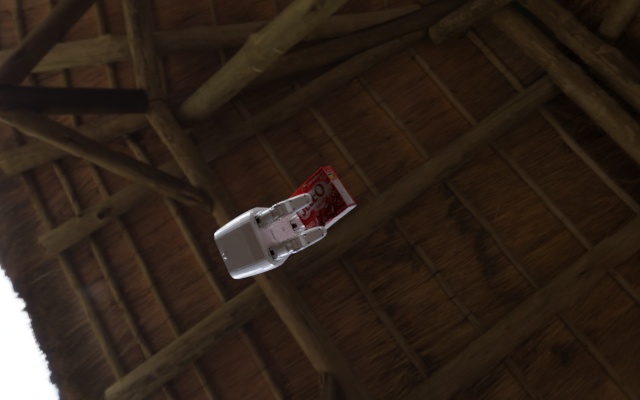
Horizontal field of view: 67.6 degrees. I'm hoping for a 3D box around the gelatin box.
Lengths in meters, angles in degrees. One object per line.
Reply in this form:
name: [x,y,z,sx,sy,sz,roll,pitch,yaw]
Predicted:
gelatin box: [0.001,0.002,0.726,0.089,0.073,0.030,-41,-14,33]
